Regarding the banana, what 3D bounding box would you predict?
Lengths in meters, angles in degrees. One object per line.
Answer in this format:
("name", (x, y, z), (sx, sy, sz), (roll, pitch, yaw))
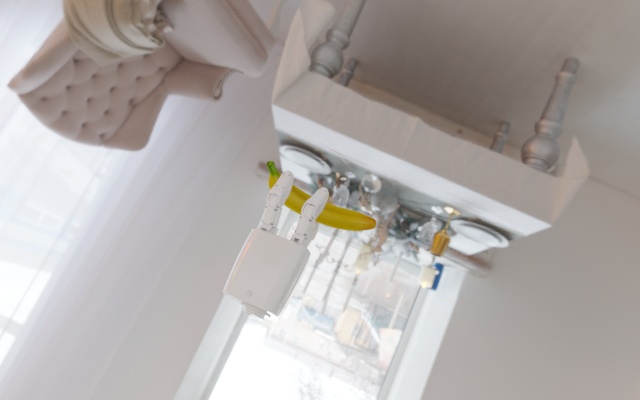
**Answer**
("banana", (-0.007, 0.008, 0.770), (0.198, 0.037, 0.070), (28, -26, -3))
